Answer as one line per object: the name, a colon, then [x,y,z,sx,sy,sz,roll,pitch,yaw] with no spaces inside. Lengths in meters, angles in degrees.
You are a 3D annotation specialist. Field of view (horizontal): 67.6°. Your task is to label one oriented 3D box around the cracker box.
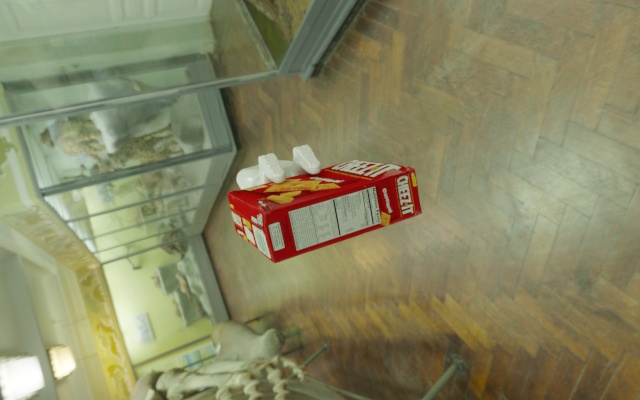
cracker box: [0.000,0.002,0.649,0.213,0.072,0.164,-17,16,-22]
